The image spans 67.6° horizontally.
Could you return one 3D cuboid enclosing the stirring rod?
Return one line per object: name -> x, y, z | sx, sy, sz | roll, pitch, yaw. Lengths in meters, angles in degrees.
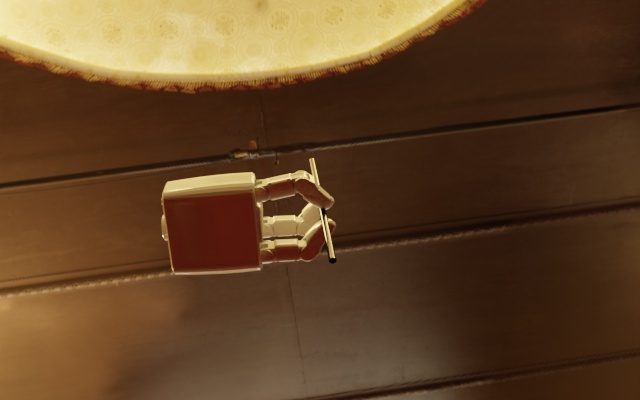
stirring rod -> 0.000, 0.002, 0.599 | 0.011, 0.011, 0.239 | 0, 30, -7
